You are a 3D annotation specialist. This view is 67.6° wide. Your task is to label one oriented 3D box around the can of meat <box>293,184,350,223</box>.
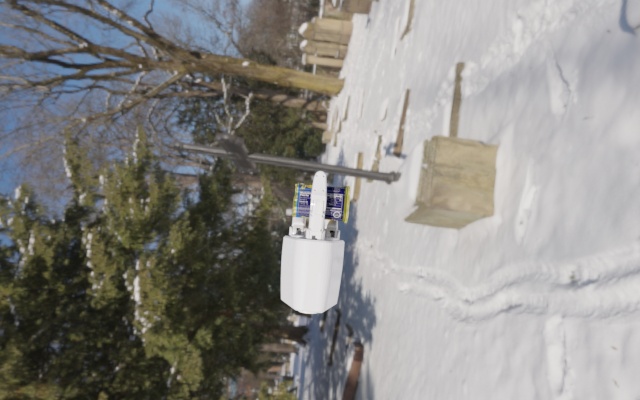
[{"bbox_3d":[0.000,0.002,0.758,0.084,0.057,0.102,4,1,-2],"label":"can of meat"}]
